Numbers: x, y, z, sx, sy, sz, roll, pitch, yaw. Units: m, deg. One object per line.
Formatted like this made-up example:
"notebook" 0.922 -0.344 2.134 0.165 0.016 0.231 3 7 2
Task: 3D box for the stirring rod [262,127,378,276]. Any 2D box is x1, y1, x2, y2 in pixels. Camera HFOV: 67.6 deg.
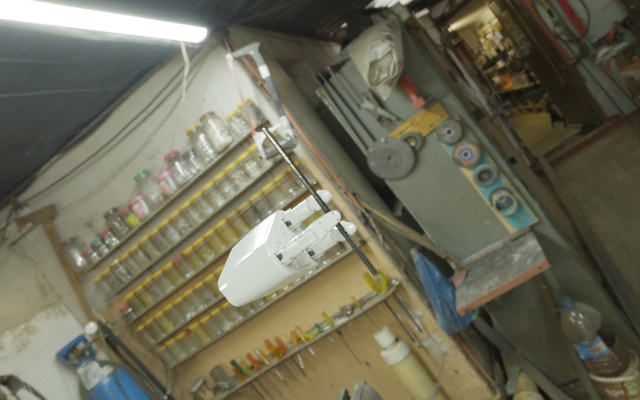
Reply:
"stirring rod" 0.000 0.002 0.623 0.011 0.239 0.011 -37 3 3
